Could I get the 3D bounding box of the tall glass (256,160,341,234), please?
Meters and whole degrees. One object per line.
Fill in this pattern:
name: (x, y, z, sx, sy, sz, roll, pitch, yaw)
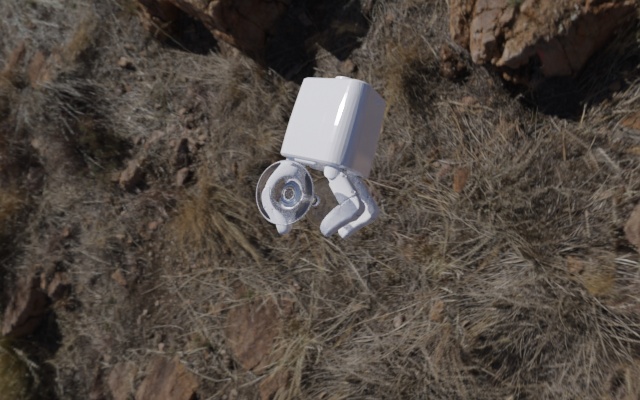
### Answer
tall glass: (0.000, 0.002, 0.623, 0.079, 0.079, 0.201, 0, -7, 24)
